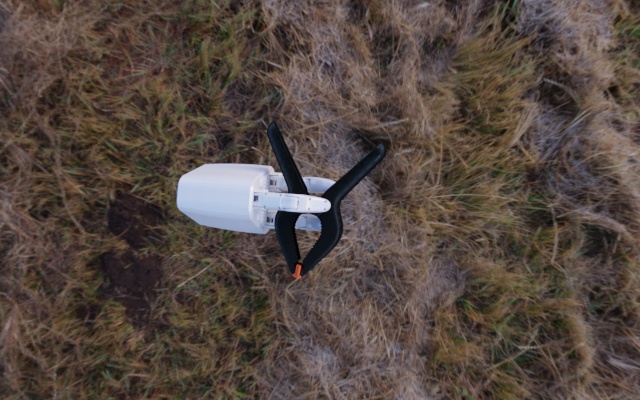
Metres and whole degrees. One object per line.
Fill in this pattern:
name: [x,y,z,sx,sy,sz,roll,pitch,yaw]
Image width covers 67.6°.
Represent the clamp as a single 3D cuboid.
clamp: [0.000,0.003,0.646,0.164,0.210,0.036,5,1,9]
